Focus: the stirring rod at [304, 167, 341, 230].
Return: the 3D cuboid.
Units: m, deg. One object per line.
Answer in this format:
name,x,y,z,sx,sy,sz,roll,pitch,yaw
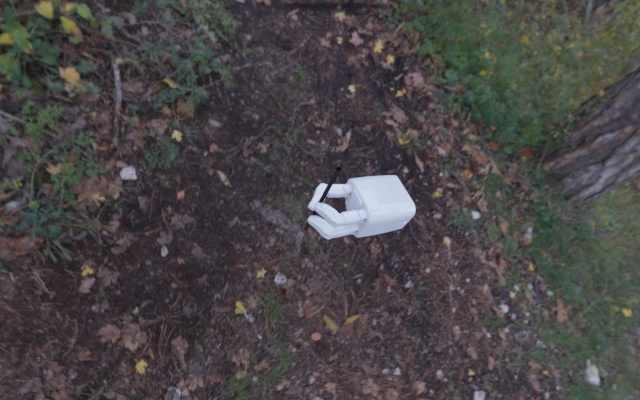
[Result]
stirring rod,0.000,0.003,0.891,0.011,0.011,0.240,0,-28,-16
